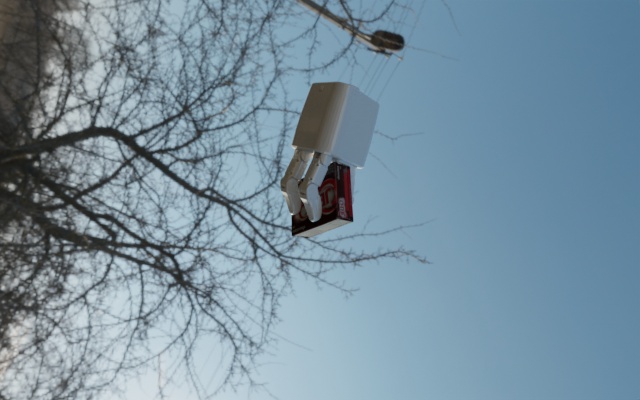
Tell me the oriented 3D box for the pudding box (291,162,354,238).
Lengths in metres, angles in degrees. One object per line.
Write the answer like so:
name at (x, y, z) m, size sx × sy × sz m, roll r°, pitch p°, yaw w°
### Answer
pudding box at (0.000, 0.002, 0.738) m, size 0.039 × 0.090 × 0.113 m, roll 14°, pitch -26°, yaw -35°
